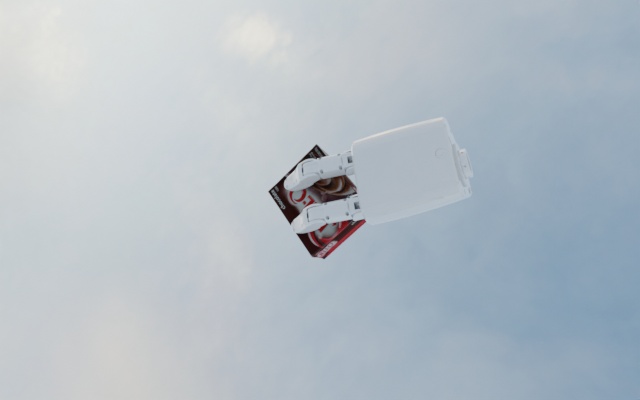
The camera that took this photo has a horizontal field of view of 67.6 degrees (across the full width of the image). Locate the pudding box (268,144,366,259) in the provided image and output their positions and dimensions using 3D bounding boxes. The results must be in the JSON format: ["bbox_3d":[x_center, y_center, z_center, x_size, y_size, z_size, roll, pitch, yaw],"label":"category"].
[{"bbox_3d":[0.000,0.002,0.590,0.090,0.113,0.039,-43,-30,12],"label":"pudding box"}]
